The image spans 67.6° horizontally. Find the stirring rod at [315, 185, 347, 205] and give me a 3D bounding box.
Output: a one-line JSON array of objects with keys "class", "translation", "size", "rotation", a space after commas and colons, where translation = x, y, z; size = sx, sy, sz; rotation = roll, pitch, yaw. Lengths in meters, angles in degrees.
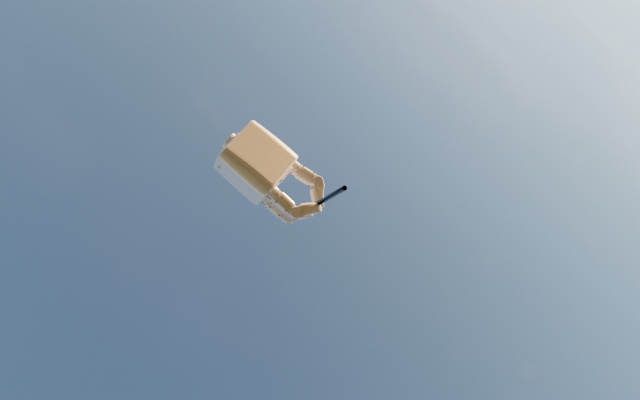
[{"class": "stirring rod", "translation": [0.000, 0.003, 0.826], "size": [0.011, 0.011, 0.239], "rotation": [0, -10, -18]}]
